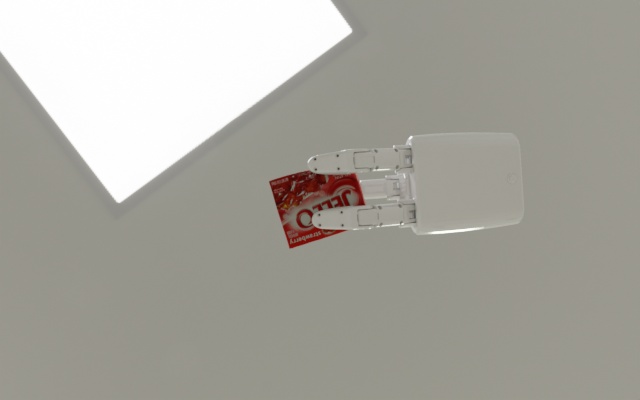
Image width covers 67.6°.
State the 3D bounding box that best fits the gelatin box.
[{"bbox_3d":[0.000,0.002,0.493,0.089,0.073,0.030,-17,0,4],"label":"gelatin box"}]
